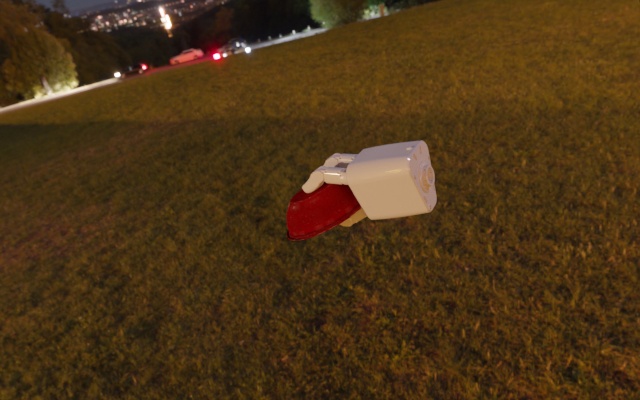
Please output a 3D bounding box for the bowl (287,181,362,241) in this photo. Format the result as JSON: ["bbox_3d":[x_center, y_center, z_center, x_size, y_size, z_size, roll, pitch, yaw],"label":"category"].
[{"bbox_3d":[-0.001,0.003,0.826,0.162,0.055,0.162,-28,14,8],"label":"bowl"}]
